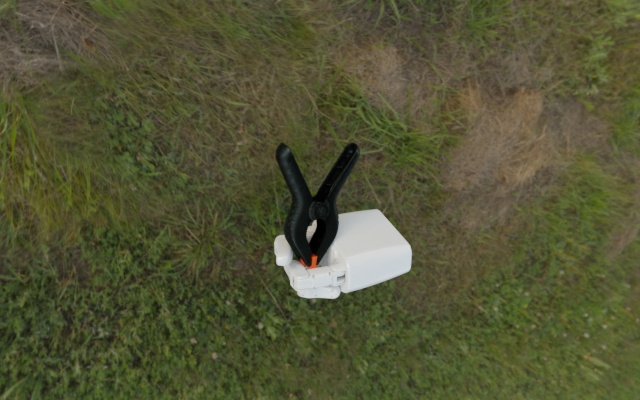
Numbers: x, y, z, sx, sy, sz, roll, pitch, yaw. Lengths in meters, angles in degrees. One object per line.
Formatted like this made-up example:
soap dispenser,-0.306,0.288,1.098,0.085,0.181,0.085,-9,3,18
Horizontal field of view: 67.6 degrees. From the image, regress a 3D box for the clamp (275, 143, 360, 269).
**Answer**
clamp,0.000,0.002,0.617,0.120,0.171,0.039,-12,25,-25
